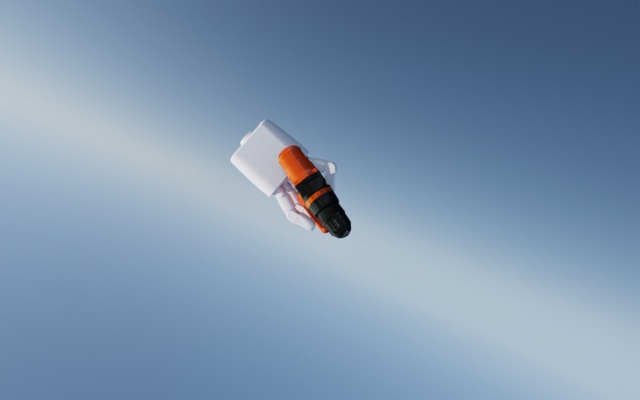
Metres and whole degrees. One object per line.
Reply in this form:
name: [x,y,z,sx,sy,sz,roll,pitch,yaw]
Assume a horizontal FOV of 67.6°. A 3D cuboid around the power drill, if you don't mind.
power drill: [0.000,0.003,0.860,0.057,0.184,0.188,-32,-17,-4]
